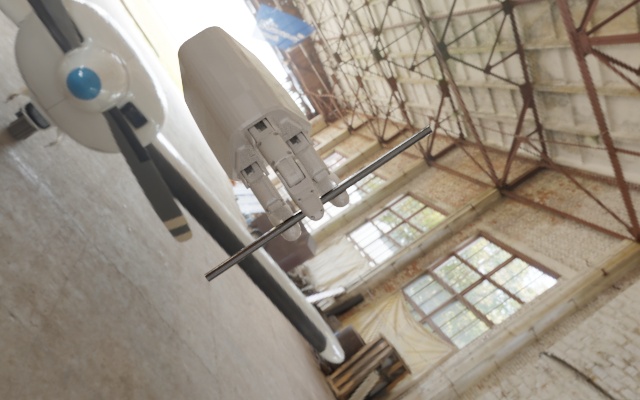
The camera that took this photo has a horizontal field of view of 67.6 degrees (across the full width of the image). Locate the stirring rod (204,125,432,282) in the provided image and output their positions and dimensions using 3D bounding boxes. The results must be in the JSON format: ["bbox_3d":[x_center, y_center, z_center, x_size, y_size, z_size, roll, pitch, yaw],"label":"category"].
[{"bbox_3d":[0.000,0.001,0.428,0.239,0.011,0.011,-34,3,-4],"label":"stirring rod"}]
